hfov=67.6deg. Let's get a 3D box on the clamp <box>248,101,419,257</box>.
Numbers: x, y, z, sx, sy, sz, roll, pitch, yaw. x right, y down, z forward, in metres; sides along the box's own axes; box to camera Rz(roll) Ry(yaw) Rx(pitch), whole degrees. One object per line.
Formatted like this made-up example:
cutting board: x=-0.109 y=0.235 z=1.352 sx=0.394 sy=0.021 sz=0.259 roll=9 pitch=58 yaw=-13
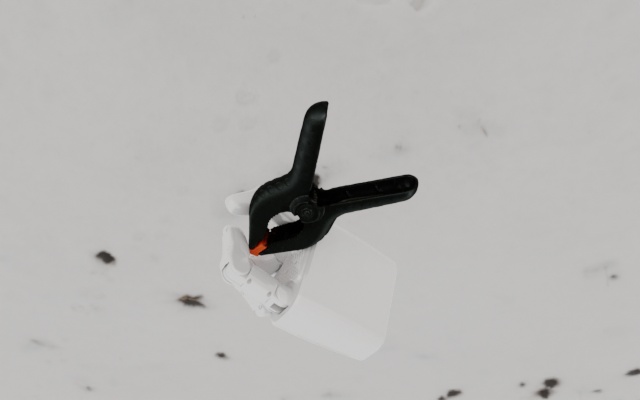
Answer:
clamp: x=0.000 y=0.002 z=0.432 sx=0.120 sy=0.039 sz=0.171 roll=32 pitch=-53 yaw=-14
